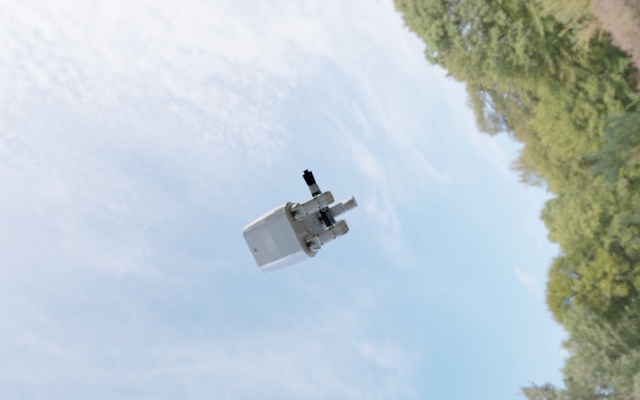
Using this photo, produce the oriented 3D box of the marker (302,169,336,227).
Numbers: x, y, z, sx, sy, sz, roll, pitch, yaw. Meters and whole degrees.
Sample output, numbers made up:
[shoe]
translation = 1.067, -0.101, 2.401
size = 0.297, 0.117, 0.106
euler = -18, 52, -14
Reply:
[marker]
translation = 0.000, 0.003, 0.812
size = 0.020, 0.121, 0.020
euler = -26, -1, 0
